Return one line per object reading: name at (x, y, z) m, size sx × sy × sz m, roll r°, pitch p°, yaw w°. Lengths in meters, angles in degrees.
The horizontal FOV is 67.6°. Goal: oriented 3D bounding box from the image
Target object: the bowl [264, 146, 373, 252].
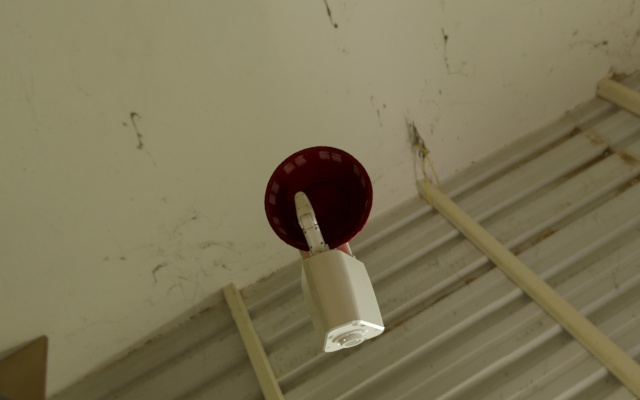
bowl at (0.000, 0.001, 0.720) m, size 0.162 × 0.162 × 0.055 m, roll 0°, pitch -16°, yaw 10°
